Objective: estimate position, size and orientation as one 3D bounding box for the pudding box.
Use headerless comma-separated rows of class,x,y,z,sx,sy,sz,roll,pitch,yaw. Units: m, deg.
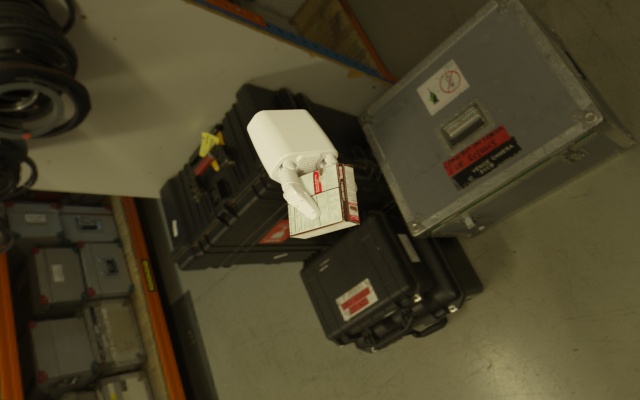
pudding box,0.000,0.002,0.704,0.113,0.090,0.039,-18,-18,42
